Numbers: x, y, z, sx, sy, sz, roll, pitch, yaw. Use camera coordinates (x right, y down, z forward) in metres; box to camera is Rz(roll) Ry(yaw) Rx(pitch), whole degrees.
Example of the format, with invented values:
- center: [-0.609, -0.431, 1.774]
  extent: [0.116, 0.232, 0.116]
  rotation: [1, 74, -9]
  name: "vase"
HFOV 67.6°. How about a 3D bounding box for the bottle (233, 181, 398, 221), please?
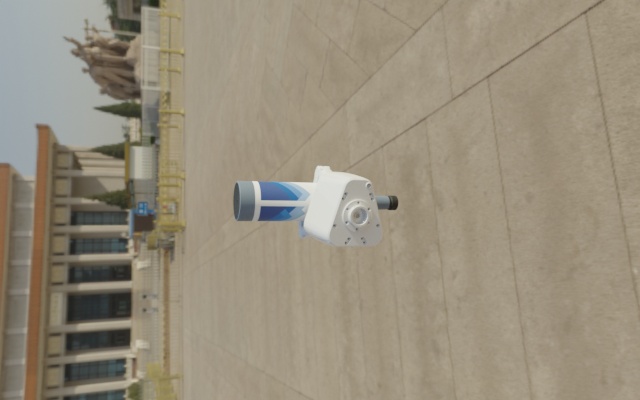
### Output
- center: [0.000, 0.003, 0.836]
  extent: [0.296, 0.069, 0.069]
  rotation: [1, 0, -20]
  name: "bottle"
